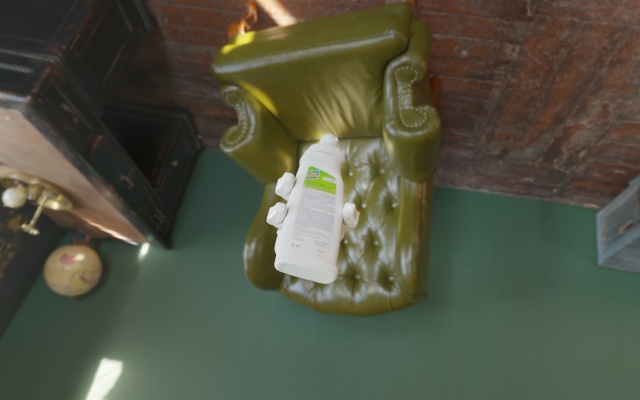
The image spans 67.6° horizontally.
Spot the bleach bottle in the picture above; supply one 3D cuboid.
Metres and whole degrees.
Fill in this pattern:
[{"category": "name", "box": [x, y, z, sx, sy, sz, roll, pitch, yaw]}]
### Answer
[{"category": "bleach bottle", "box": [0.000, 0.003, 0.792, 0.102, 0.250, 0.068, 17, -26, -7]}]
